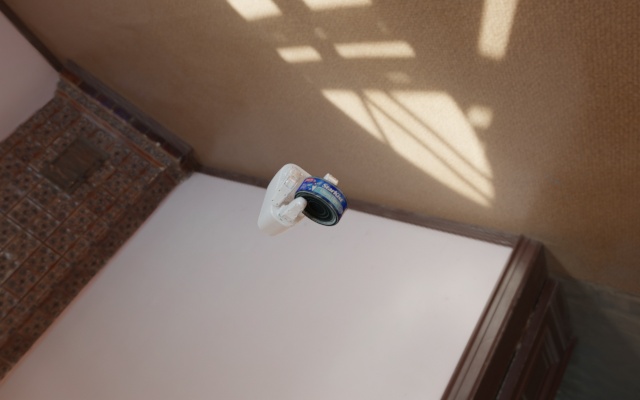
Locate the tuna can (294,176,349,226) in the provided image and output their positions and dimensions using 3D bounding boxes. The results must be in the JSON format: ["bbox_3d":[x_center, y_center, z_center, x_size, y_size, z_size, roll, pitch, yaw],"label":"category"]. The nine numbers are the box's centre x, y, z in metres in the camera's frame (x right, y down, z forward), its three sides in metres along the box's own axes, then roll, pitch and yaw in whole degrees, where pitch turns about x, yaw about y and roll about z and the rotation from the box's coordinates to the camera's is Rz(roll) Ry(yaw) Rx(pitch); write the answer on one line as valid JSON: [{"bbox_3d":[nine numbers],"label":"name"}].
[{"bbox_3d":[0.000,0.003,0.769,0.086,0.033,0.086,25,-30,16],"label":"tuna can"}]
